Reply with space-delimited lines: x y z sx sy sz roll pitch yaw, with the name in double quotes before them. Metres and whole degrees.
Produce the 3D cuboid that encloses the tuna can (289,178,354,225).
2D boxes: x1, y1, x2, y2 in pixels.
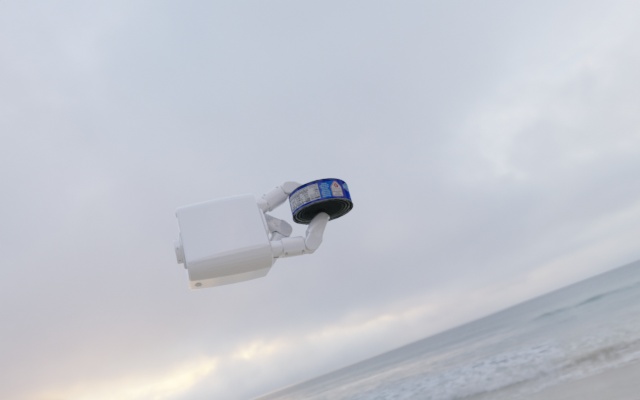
"tuna can" 0.000 0.002 0.658 0.086 0.033 0.086 -12 -21 -5
